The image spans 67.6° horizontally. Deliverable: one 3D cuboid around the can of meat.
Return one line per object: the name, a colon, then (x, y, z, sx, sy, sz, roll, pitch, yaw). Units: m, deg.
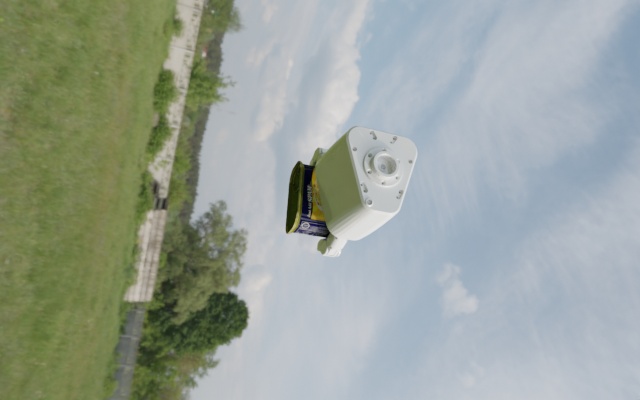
can of meat: (0.000, 0.002, 0.677, 0.084, 0.102, 0.057, 10, -25, -16)
